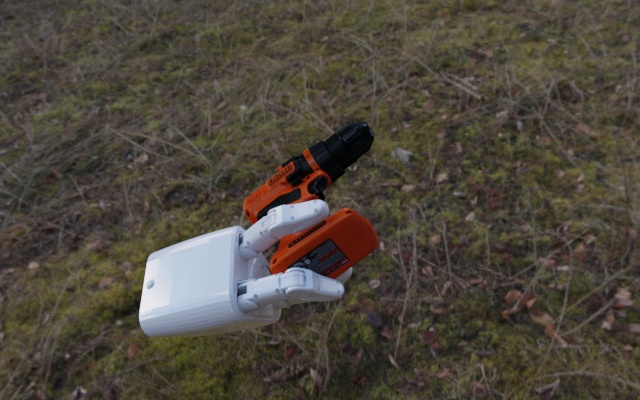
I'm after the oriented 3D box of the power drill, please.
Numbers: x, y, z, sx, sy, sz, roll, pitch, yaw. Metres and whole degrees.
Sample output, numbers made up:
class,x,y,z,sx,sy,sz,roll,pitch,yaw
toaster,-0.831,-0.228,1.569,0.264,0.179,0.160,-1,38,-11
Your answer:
class,x,y,z,sx,sy,sz,roll,pitch,yaw
power drill,0.000,0.002,0.520,0.184,0.057,0.187,-38,29,10
